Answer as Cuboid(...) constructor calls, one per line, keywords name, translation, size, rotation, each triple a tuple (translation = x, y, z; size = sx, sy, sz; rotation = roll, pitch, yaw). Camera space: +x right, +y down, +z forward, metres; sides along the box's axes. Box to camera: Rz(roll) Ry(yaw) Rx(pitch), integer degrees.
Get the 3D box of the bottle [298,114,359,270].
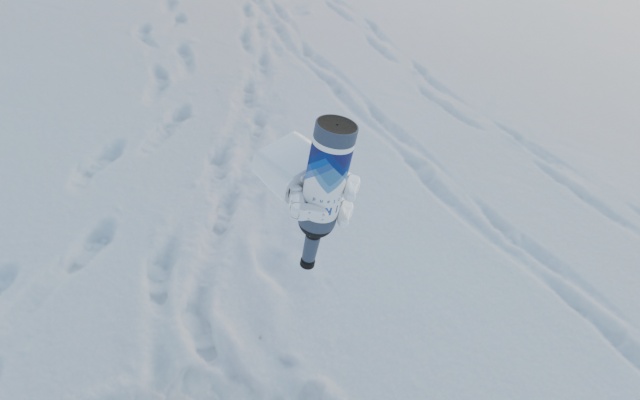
Cuboid(name="bottle", translation=(0.000, 0.002, 0.802), size=(0.069, 0.296, 0.069), rotation=(8, 36, -6))
